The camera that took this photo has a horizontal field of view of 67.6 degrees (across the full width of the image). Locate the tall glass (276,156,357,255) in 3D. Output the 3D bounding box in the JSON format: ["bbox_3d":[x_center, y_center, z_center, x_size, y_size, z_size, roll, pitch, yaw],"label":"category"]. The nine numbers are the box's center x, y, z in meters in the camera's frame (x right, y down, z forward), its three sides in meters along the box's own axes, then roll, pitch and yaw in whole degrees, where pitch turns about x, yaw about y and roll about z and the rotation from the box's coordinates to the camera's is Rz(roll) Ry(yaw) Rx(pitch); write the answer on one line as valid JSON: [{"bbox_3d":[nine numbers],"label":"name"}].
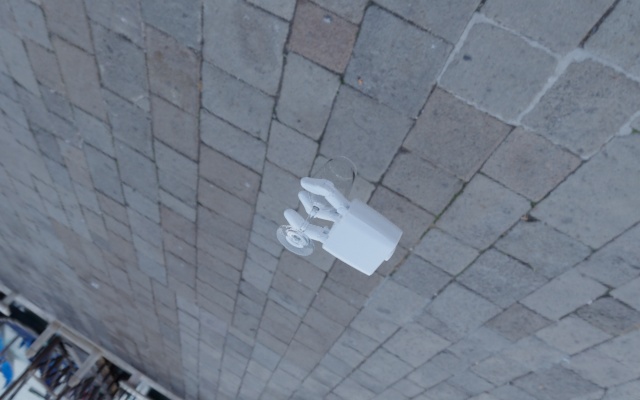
[{"bbox_3d":[0.000,0.003,0.882,0.079,0.079,0.201,0,43,37],"label":"tall glass"}]
